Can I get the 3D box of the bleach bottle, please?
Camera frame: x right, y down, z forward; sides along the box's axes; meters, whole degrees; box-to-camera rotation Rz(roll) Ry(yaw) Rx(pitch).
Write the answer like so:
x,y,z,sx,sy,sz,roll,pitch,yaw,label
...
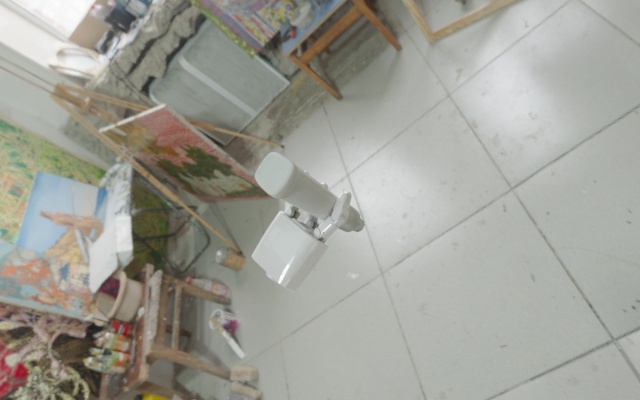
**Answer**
x,y,z,sx,sy,sz,roll,pitch,yaw,label
0.000,0.003,0.883,0.251,0.068,0.102,32,4,-39,bleach bottle
